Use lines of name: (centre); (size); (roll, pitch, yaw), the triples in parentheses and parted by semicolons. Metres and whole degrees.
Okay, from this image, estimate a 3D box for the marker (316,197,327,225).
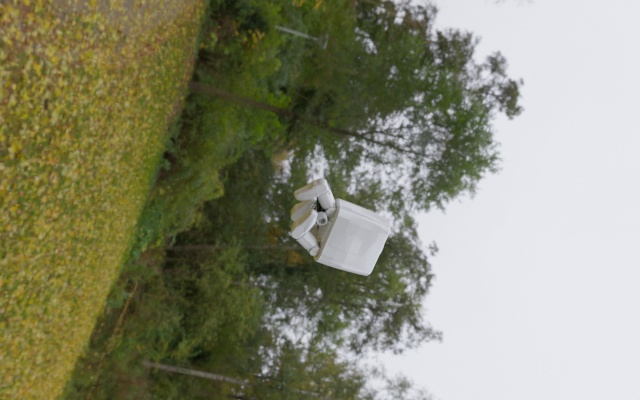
marker: (0.000, 0.003, 0.859); (0.020, 0.020, 0.121); (0, 32, -2)
